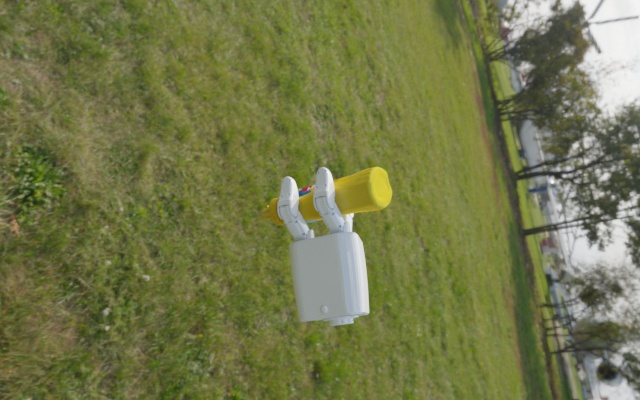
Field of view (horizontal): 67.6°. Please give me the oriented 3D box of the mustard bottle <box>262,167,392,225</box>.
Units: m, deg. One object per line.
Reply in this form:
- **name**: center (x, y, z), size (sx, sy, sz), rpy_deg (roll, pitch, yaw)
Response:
- **mustard bottle**: center (0.000, 0.002, 0.685), size (0.191, 0.058, 0.096), rpy_deg (-14, 7, 25)
